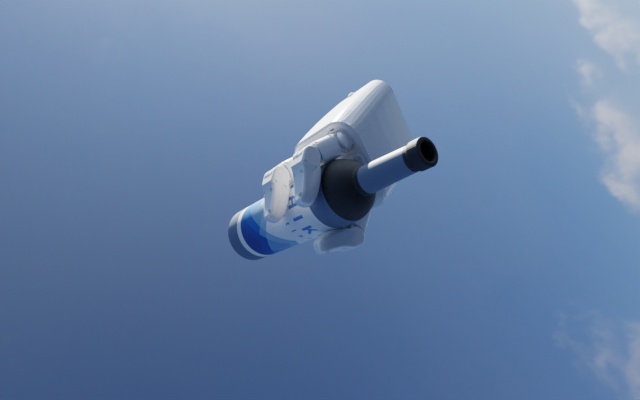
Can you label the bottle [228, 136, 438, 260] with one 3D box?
[{"bbox_3d":[0.000,0.002,0.505,0.069,0.069,0.296,0,-17,-39],"label":"bottle"}]
